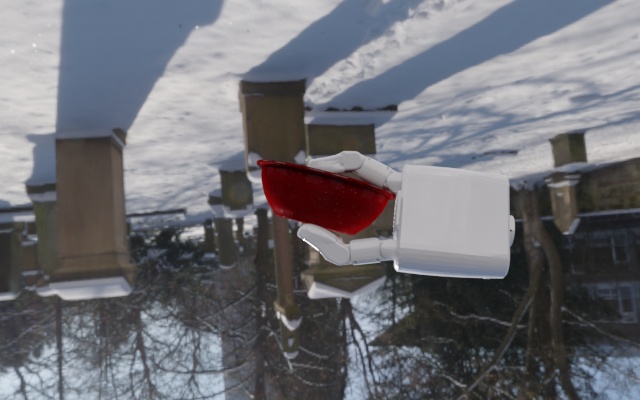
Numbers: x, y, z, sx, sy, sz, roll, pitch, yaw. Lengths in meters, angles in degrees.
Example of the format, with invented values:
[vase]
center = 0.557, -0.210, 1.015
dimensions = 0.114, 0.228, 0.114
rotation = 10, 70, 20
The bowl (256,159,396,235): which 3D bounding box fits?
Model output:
[bowl]
center = -0.001, 0.002, 0.536
dimensions = 0.162, 0.055, 0.162
rotation = 15, -3, 1
